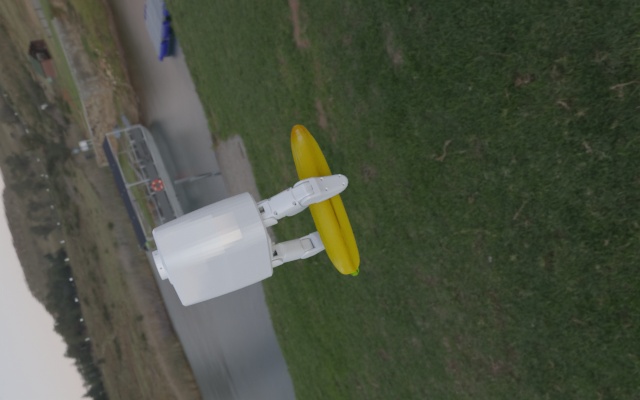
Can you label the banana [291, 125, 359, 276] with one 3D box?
[{"bbox_3d":[0.004,0.006,0.550,0.037,0.198,0.069,-21,7,-8],"label":"banana"}]
